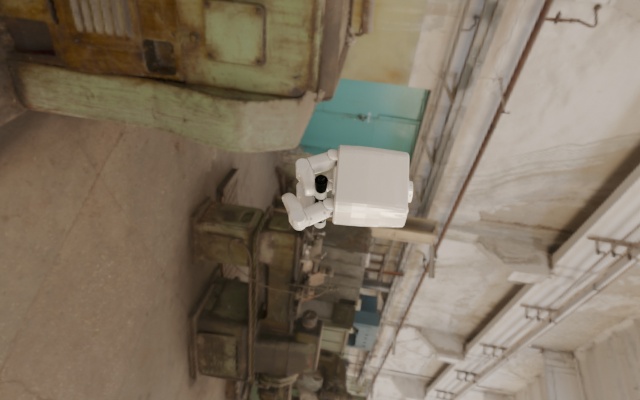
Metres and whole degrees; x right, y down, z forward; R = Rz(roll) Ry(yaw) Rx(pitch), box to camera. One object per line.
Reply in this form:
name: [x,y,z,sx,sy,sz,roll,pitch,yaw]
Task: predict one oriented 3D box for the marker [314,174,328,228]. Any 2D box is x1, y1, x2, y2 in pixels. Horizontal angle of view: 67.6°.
marker: [0.000,0.002,0.704,0.020,0.020,0.121,0,-34,-1]
